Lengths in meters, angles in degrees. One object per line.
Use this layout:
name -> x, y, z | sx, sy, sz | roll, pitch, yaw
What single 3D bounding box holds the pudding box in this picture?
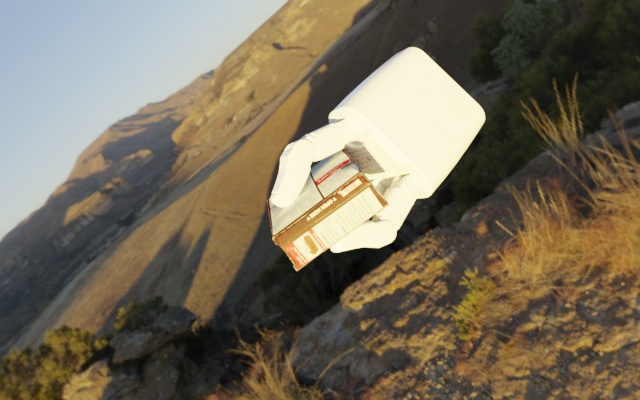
pudding box -> 0.000, 0.001, 0.415 | 0.090, 0.039, 0.113 | -37, 16, 4
